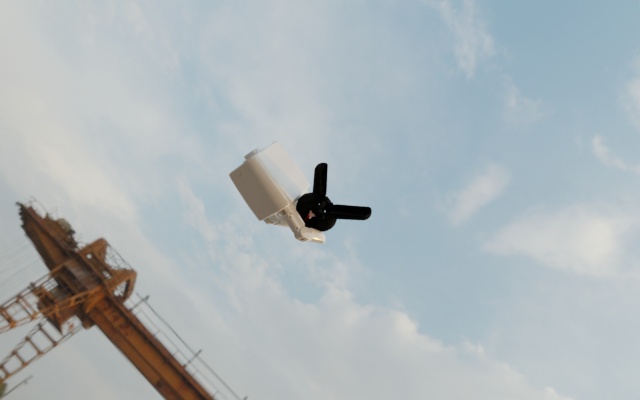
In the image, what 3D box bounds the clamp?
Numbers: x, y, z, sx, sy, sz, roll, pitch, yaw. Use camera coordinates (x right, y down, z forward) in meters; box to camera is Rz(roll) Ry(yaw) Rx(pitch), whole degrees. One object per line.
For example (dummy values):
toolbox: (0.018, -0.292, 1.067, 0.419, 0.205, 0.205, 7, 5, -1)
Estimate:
clamp: (0.000, 0.003, 0.830, 0.171, 0.120, 0.039, -26, 12, 49)
